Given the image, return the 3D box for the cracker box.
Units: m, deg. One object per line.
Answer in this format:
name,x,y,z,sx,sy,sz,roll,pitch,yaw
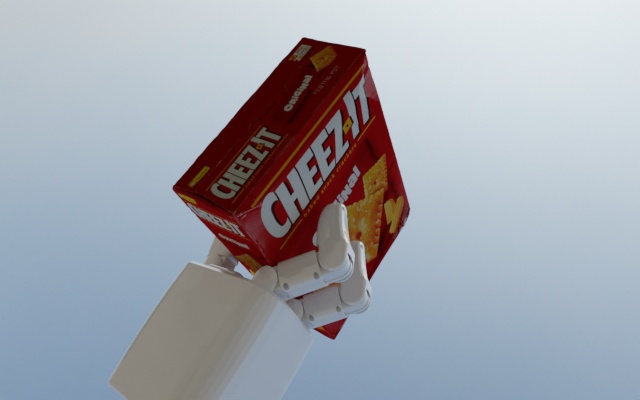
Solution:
cracker box,0.000,0.001,0.413,0.072,0.164,0.214,21,-26,32
